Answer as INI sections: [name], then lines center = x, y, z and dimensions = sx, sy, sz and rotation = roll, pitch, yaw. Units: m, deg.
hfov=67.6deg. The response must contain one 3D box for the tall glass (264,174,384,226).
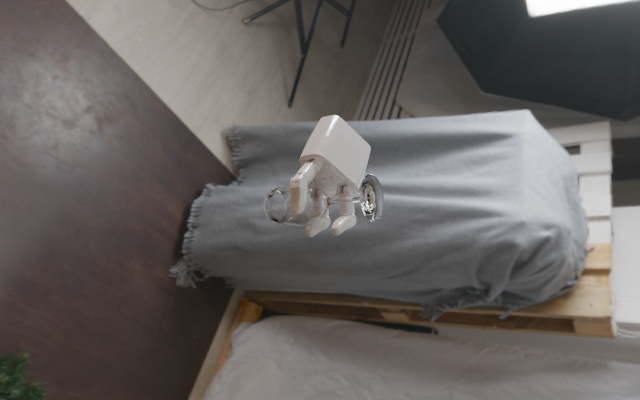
[tall glass]
center = 0.001, 0.003, 0.799
dimensions = 0.201, 0.079, 0.079
rotation = -5, -3, 35
